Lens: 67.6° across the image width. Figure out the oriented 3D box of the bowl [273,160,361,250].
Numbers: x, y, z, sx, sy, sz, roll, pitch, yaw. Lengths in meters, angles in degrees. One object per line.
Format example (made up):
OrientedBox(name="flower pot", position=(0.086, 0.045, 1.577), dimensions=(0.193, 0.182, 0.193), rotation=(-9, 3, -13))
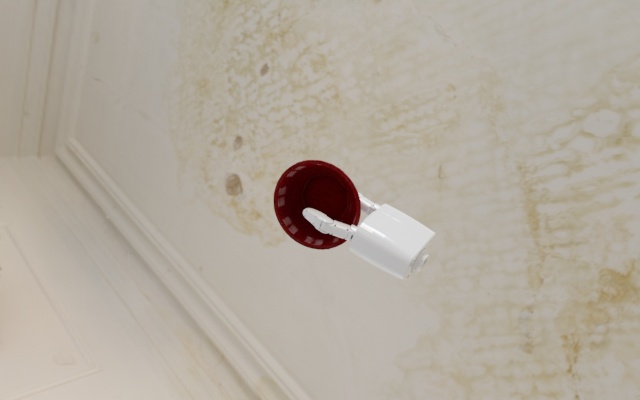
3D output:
OrientedBox(name="bowl", position=(-0.001, 0.002, 0.849), dimensions=(0.162, 0.162, 0.055), rotation=(0, 15, 20))
